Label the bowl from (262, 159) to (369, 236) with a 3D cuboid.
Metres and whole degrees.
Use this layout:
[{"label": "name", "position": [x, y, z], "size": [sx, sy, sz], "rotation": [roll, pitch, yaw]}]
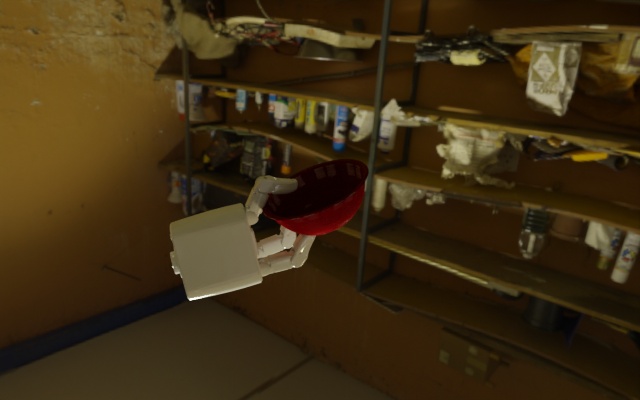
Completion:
[{"label": "bowl", "position": [0.002, 0.002, 0.689], "size": [0.162, 0.055, 0.162], "rotation": [-19, 25, 9]}]
